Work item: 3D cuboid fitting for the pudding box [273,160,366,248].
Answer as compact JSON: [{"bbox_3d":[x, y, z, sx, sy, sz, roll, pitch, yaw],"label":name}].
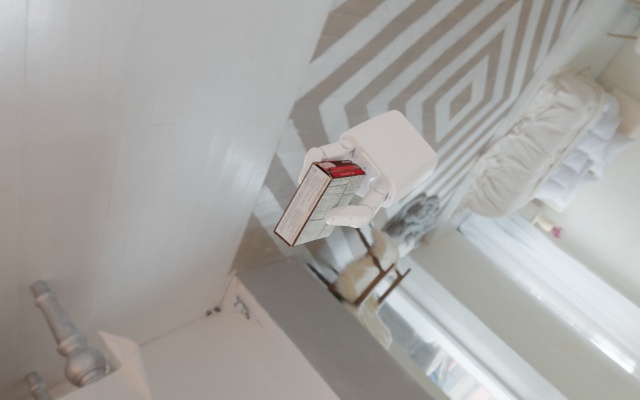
[{"bbox_3d":[0.000,0.002,0.613,0.039,0.113,0.090,40,25,24],"label":"pudding box"}]
